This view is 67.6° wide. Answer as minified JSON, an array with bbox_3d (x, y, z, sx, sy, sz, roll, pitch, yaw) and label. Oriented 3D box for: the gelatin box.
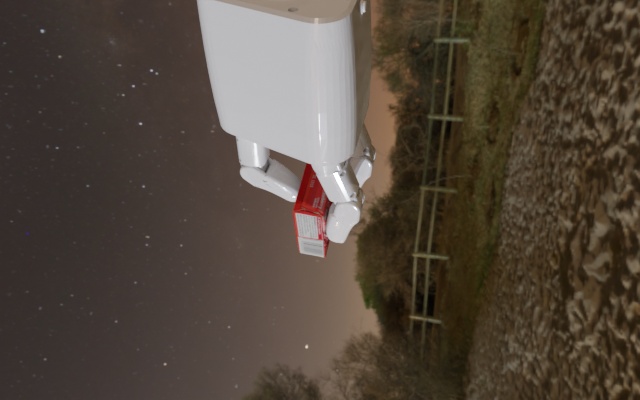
[{"bbox_3d":[0.000,0.002,0.442,0.030,0.073,0.089,11,-29,8],"label":"gelatin box"}]
